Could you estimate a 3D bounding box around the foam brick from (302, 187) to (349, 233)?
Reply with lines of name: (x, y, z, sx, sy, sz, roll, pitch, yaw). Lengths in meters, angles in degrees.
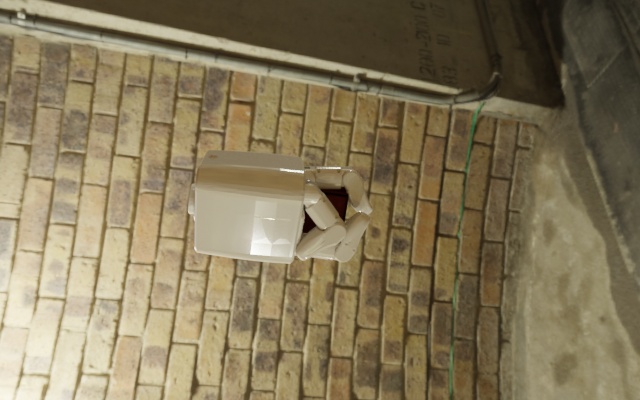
foam brick: (0.000, 0.002, 0.568, 0.051, 0.053, 0.078, 5, 19, -7)
